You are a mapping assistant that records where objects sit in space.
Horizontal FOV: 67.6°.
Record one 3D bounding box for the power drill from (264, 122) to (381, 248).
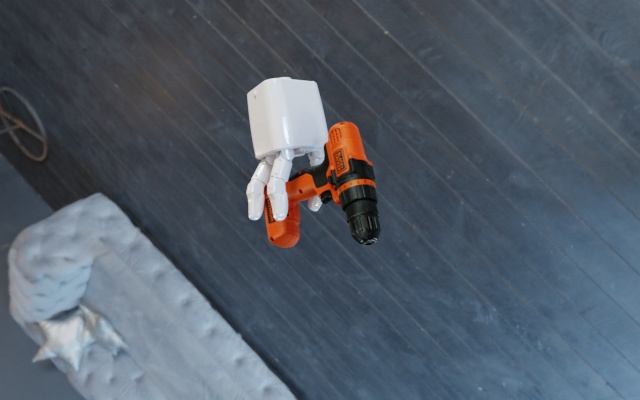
[{"bbox_3d":[0.000,0.002,0.696,0.188,0.184,0.057,-29,-32,34],"label":"power drill"}]
